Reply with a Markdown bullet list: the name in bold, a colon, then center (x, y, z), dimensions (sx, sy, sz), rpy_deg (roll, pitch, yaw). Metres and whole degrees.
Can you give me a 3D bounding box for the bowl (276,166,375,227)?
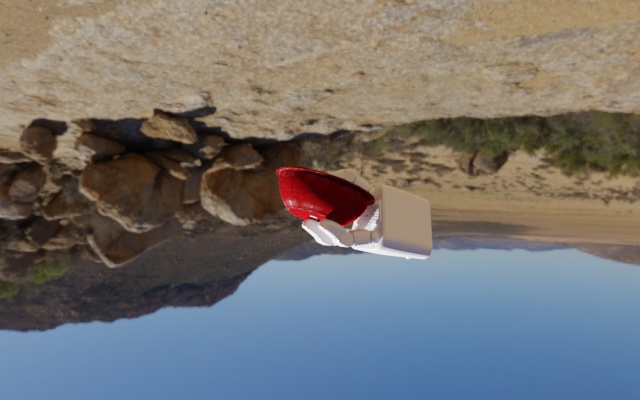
- **bowl**: center (-0.001, 0.002, 0.742), dimensions (0.162, 0.055, 0.162), rpy_deg (17, -12, 4)
